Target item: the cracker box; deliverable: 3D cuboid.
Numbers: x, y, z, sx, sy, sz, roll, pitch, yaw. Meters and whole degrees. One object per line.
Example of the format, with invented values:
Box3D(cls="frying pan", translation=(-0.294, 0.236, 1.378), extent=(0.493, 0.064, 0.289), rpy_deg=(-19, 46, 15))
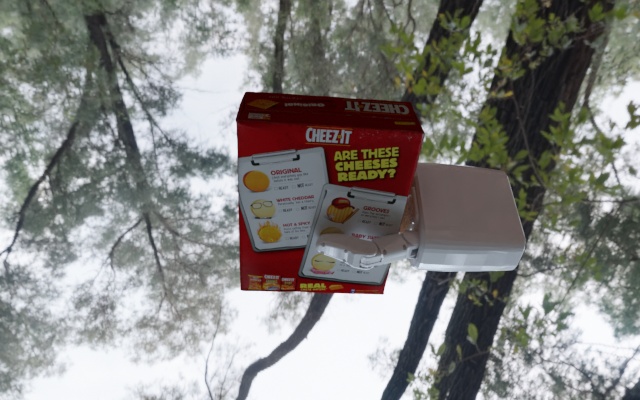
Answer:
Box3D(cls="cracker box", translation=(0.000, 0.002, 0.493), extent=(0.164, 0.214, 0.072), rpy_deg=(3, 37, -4))
